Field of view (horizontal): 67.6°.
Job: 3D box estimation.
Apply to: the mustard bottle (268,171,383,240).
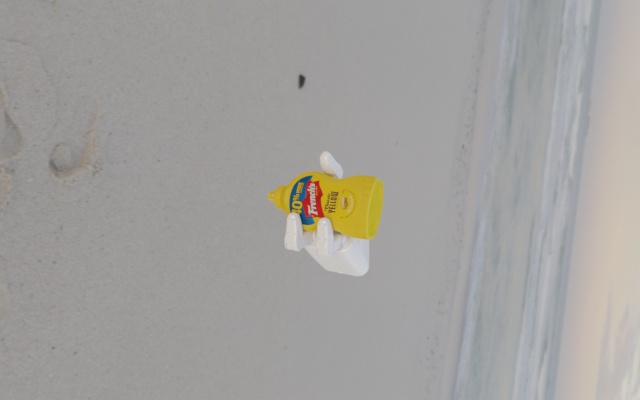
[{"bbox_3d":[0.000,0.002,0.759,0.191,0.096,0.058,7,-4,28],"label":"mustard bottle"}]
